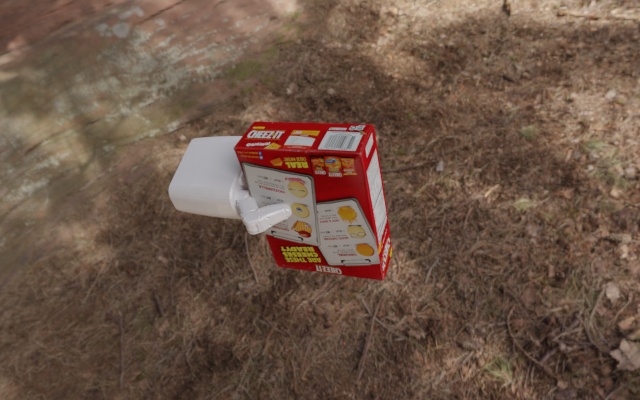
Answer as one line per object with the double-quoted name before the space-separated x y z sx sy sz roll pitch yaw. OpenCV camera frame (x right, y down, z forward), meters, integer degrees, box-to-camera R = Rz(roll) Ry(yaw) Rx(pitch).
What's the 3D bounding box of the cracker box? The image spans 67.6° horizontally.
"cracker box" 0.000 0.002 0.627 0.164 0.214 0.072 4 43 22
